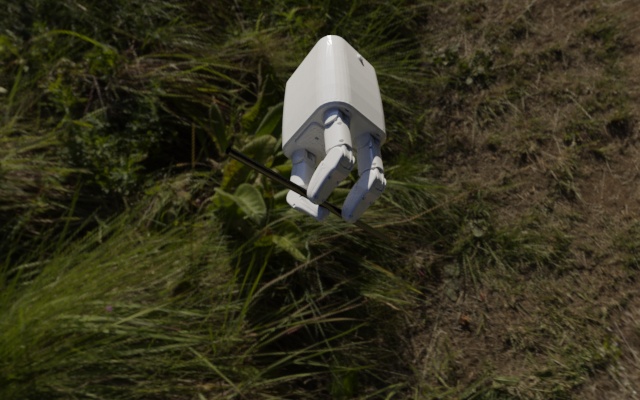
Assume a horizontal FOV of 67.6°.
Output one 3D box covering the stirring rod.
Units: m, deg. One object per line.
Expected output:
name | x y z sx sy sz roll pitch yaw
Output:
stirring rod | 0.000 0.002 0.486 0.011 0.011 0.240 0 -22 45
